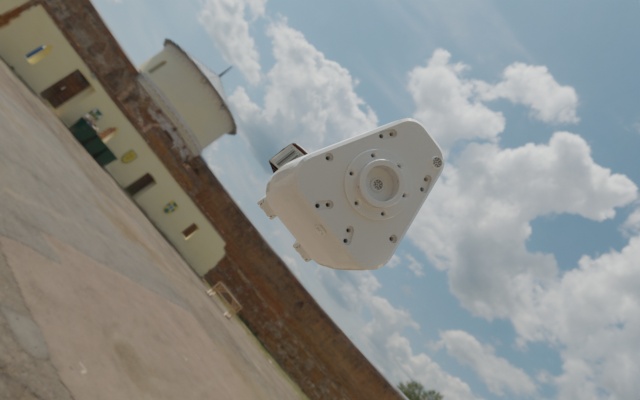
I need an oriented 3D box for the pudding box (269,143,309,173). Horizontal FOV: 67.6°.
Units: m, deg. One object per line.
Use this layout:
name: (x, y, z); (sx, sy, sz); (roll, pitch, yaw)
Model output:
pudding box: (0.000, 0.002, 0.513); (0.039, 0.113, 0.090); (-40, -22, -13)
